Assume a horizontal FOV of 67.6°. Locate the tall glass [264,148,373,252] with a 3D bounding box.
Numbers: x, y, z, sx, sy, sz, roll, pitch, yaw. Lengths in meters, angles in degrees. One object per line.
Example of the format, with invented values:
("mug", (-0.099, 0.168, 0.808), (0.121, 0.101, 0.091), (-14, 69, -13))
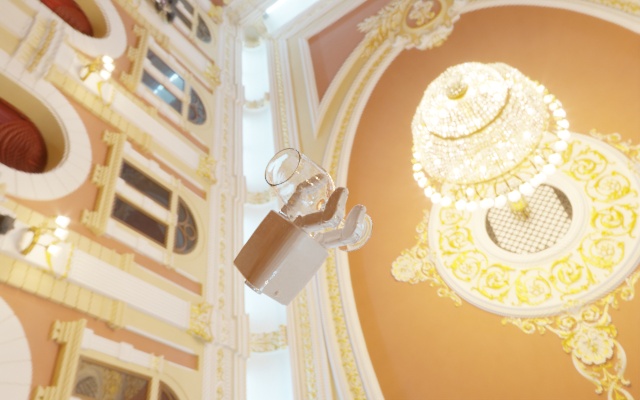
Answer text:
("tall glass", (0.001, 0.003, 0.724), (0.079, 0.079, 0.201), (0, -30, 38))
